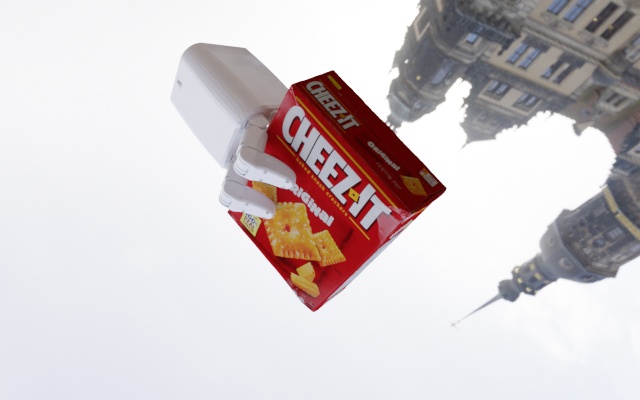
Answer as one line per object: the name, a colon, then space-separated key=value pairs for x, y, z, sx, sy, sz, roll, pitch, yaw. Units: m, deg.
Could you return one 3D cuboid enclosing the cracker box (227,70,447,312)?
cracker box: x=0.000 y=0.002 z=0.505 sx=0.072 sy=0.164 sz=0.214 roll=-31 pitch=-16 yaw=-42
